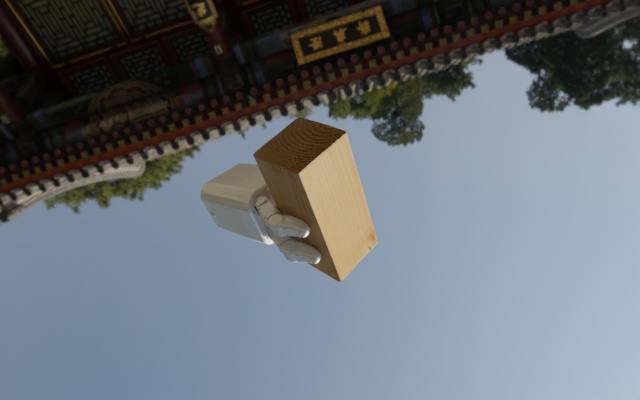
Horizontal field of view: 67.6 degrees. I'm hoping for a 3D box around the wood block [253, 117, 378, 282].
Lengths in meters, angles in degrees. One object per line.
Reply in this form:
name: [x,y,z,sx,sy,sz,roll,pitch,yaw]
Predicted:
wood block: [0.000,0.002,0.658,0.090,0.206,0.090,24,57,39]
